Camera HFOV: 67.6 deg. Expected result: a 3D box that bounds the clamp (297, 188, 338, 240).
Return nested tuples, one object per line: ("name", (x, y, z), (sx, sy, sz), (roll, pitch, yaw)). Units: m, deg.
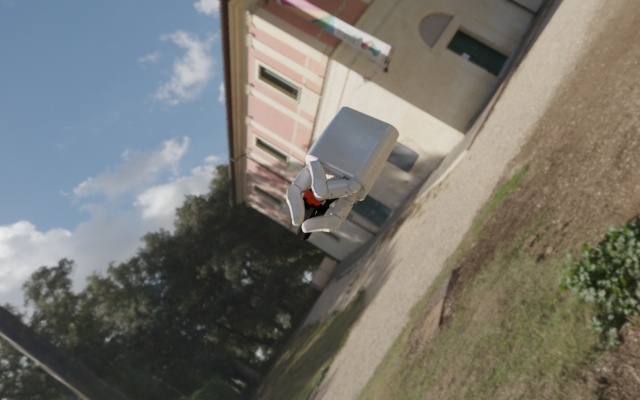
("clamp", (0.000, 0.002, 0.804), (0.039, 0.120, 0.171), (32, -15, 6))
